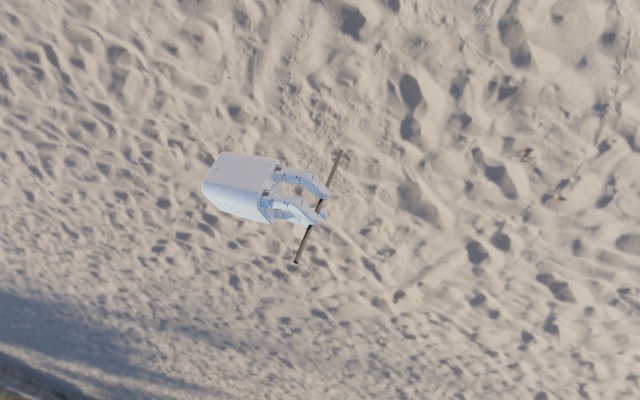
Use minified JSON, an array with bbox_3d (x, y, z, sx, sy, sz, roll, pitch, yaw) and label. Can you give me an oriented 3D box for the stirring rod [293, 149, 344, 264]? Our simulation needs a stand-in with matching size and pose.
[{"bbox_3d":[0.000,0.003,0.801,0.011,0.239,0.011,15,-34,11],"label":"stirring rod"}]
